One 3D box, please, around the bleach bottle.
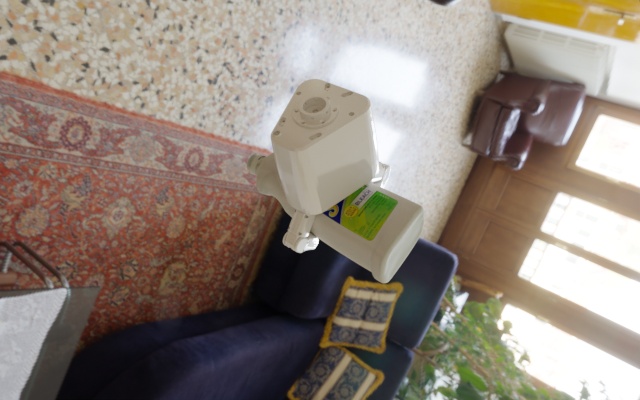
[{"bbox_3d":[0.000,0.002,0.612,0.250,0.102,0.068,26,-28,28],"label":"bleach bottle"}]
